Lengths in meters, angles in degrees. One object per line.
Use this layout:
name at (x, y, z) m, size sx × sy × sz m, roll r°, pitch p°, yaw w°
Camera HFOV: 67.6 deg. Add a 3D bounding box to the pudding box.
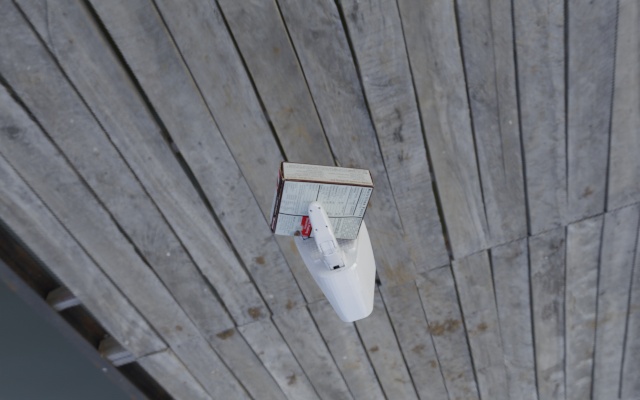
pudding box at (0.000, 0.002, 0.581) m, size 0.113 × 0.090 × 0.039 m, roll 3°, pitch 39°, yaw -14°
